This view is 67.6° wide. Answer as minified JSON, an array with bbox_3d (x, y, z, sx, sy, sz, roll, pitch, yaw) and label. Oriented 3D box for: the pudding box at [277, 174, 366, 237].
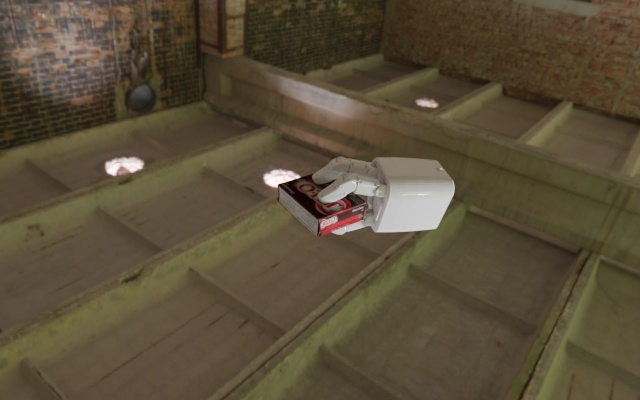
[{"bbox_3d":[0.000,0.003,0.733,0.090,0.039,0.113,-18,38,-33],"label":"pudding box"}]
